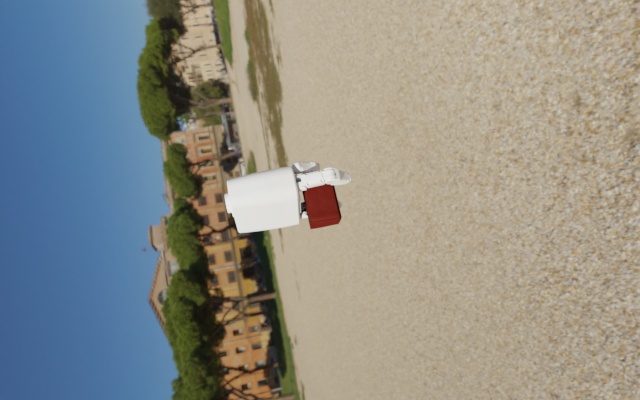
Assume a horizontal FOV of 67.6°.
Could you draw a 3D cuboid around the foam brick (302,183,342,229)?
[{"bbox_3d":[0.000,0.003,0.791,0.051,0.078,0.053,-11,-16,-6],"label":"foam brick"}]
